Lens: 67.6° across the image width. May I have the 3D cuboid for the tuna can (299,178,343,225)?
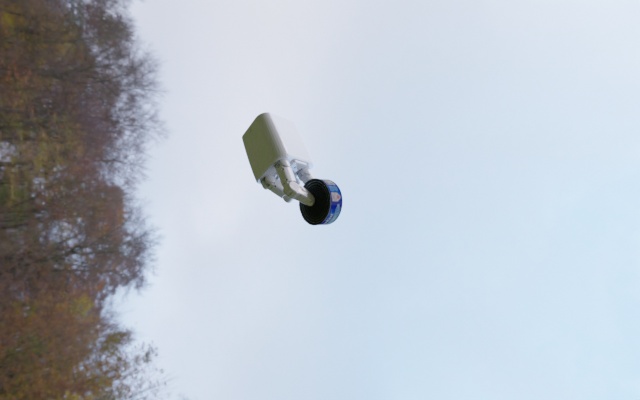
[{"bbox_3d":[0.001,0.003,0.876,0.034,0.086,0.086,1,-1,-42],"label":"tuna can"}]
